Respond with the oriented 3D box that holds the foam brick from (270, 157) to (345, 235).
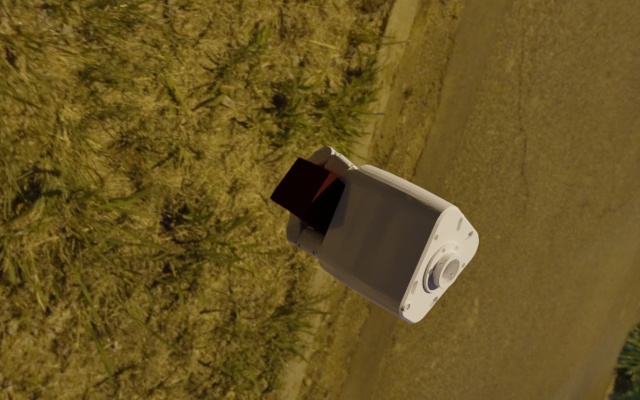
[{"bbox_3d":[0.000,0.002,0.484,0.051,0.053,0.078,29,-6,43],"label":"foam brick"}]
